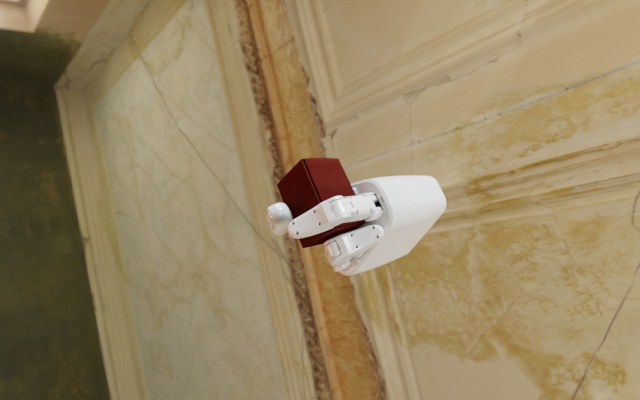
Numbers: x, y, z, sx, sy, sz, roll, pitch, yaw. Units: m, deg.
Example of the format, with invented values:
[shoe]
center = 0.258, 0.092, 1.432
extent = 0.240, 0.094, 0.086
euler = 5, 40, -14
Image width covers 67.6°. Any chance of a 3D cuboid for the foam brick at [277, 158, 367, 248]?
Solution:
[foam brick]
center = 0.000, 0.001, 0.492
extent = 0.051, 0.078, 0.053
euler = -9, -21, -42
